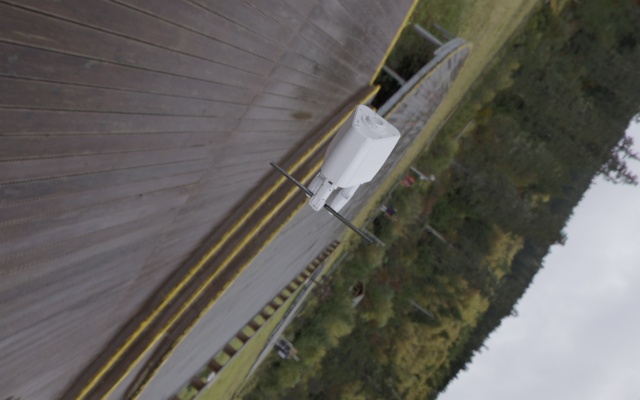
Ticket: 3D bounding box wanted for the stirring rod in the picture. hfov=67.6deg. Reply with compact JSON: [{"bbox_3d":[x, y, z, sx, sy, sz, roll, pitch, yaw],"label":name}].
[{"bbox_3d":[0.000,0.003,0.886,0.239,0.011,0.011,38,5,6],"label":"stirring rod"}]
